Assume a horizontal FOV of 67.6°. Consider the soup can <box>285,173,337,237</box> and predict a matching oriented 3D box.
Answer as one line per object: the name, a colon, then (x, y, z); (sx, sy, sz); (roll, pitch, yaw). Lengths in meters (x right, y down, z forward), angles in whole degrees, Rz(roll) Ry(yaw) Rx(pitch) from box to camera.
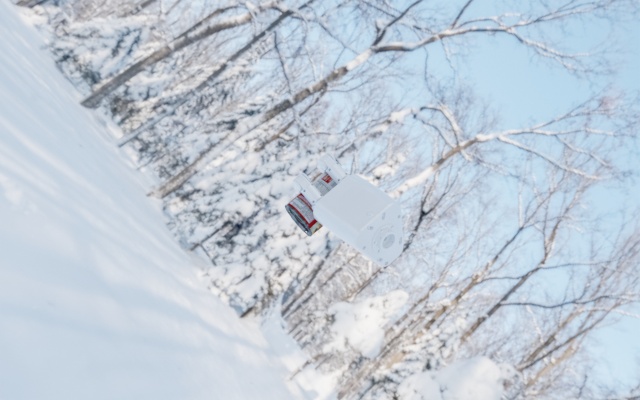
soup can: (0.000, 0.002, 0.801); (0.102, 0.068, 0.068); (-40, 10, -12)
